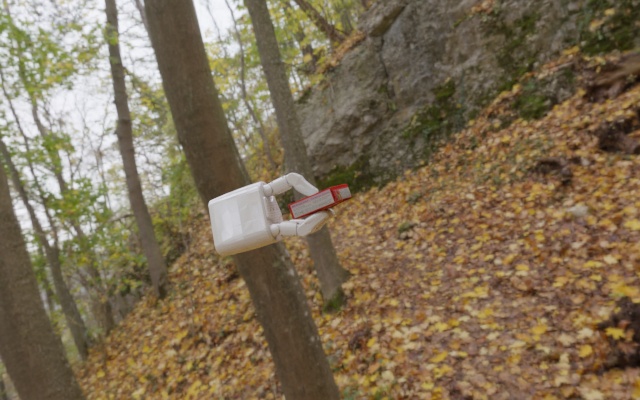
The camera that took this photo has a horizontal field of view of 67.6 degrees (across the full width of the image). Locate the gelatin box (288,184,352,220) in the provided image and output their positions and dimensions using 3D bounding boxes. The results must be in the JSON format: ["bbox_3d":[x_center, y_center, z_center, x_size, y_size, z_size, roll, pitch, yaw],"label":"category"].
[{"bbox_3d":[0.000,0.002,0.821,0.089,0.030,0.073,-23,-4,26],"label":"gelatin box"}]
